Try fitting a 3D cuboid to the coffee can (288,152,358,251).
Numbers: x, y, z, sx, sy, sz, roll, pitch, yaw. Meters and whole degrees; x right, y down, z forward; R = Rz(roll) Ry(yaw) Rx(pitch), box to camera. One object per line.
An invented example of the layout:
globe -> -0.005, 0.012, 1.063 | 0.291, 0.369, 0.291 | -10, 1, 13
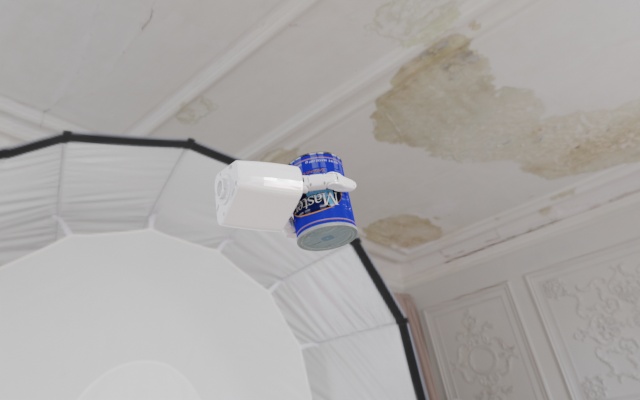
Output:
coffee can -> 0.000, 0.003, 0.818 | 0.103, 0.140, 0.103 | -9, -27, -4
